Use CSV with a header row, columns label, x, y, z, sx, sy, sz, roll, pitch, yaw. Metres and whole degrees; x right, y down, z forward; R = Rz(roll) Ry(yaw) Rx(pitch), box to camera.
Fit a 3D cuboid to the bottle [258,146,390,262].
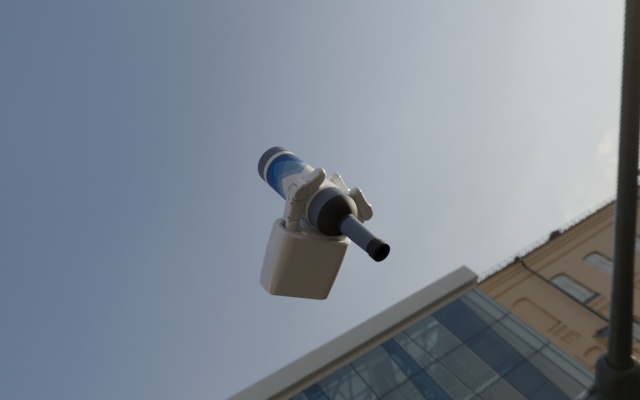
label,x,y,z,sx,sy,sz,roll,pitch,yaw
bottle,0.000,0.002,0.706,0.069,0.069,0.295,0,26,-36
